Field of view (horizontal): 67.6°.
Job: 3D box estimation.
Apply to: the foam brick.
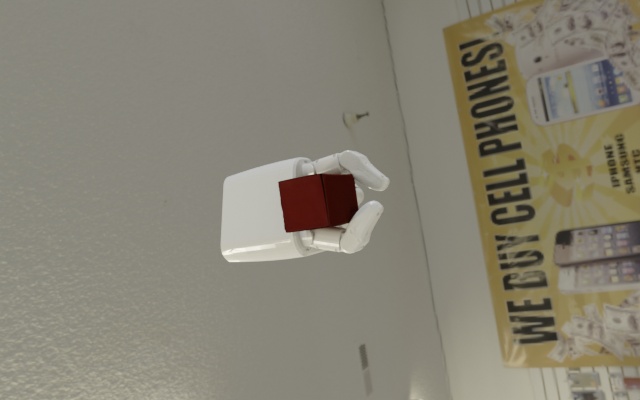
[{"bbox_3d":[0.000,0.001,0.488,0.051,0.053,0.078,-8,-2,27],"label":"foam brick"}]
